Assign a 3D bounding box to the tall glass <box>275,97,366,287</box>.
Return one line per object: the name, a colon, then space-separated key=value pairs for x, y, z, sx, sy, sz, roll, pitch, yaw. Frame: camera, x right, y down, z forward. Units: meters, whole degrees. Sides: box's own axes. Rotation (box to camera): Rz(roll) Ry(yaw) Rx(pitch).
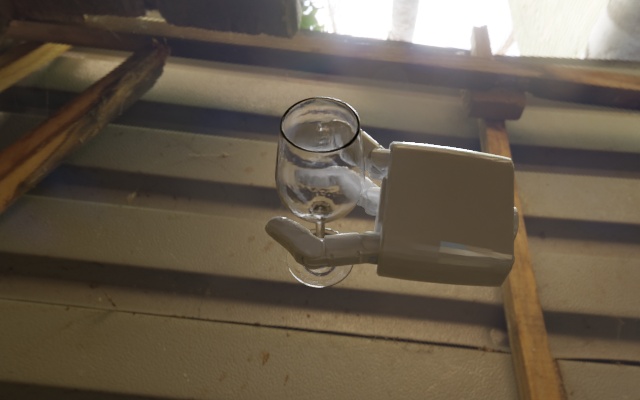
tall glass: x=0.000 y=0.002 z=0.443 sx=0.079 sy=0.079 sz=0.201 roll=0 pitch=-37 yaw=1
